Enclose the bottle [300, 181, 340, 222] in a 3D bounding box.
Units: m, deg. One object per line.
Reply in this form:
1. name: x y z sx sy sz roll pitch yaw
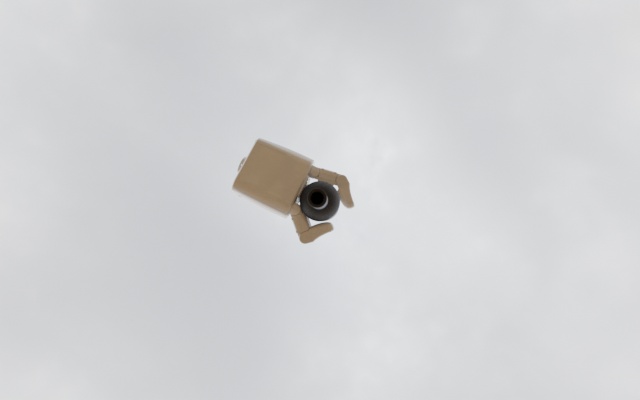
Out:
1. bottle: 0.000 0.003 0.817 0.069 0.069 0.296 0 -2 2
